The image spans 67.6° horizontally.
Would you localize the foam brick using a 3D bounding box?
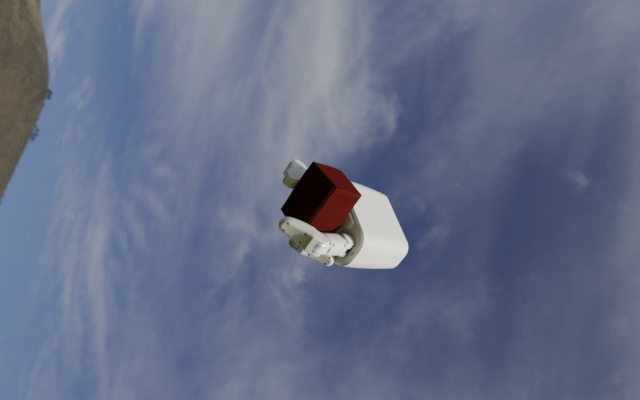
[{"bbox_3d":[0.000,0.002,0.572,0.051,0.078,0.053,13,31,-45],"label":"foam brick"}]
